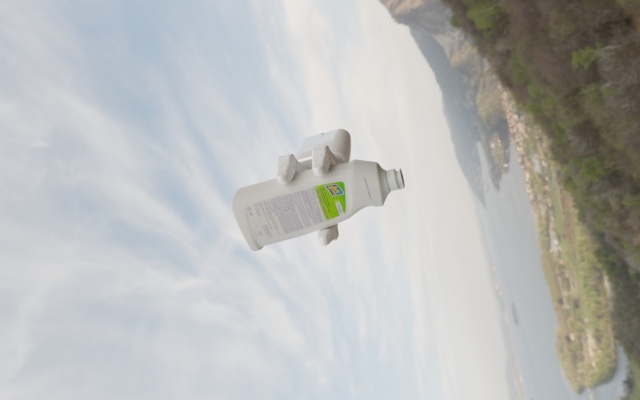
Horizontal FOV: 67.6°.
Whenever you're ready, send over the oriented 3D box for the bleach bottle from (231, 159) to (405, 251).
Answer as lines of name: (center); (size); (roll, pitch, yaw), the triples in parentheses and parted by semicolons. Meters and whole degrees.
bleach bottle: (0.000, 0.002, 0.705); (0.251, 0.103, 0.068); (-13, 28, 16)
